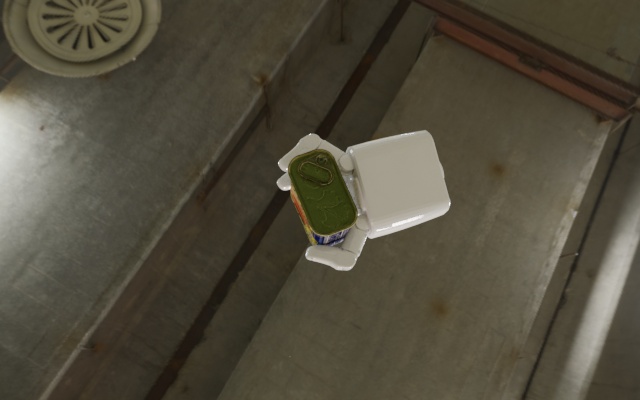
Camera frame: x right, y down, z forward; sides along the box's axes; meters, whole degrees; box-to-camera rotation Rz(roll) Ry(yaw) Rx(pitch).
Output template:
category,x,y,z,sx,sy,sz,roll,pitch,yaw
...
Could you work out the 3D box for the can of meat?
category,x,y,z,sx,sy,sz,roll,pitch,yaw
can of meat,0.000,0.002,0.578,0.057,0.102,0.084,-21,-16,-9
